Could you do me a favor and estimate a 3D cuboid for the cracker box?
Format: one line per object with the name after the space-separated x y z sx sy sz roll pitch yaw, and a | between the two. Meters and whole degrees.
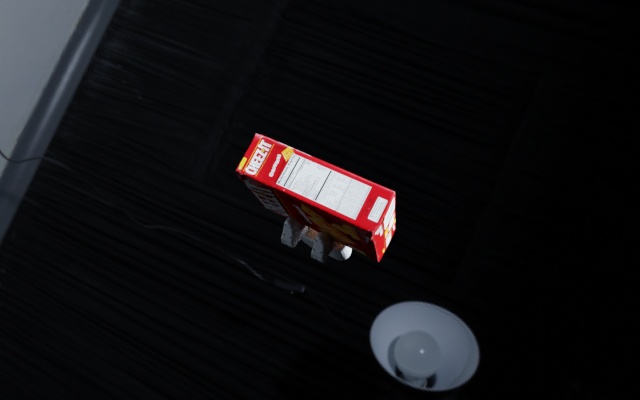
0.000 0.002 0.699 0.213 0.072 0.164 24 -14 16 | cracker box
